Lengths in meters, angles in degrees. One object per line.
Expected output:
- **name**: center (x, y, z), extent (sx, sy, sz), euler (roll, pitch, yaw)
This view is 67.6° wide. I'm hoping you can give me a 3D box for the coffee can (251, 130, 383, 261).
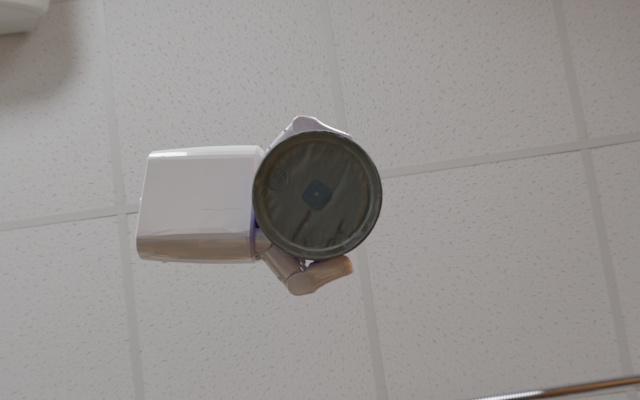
- **coffee can**: center (0.000, 0.001, 0.439), extent (0.103, 0.103, 0.140), euler (0, -5, 3)
